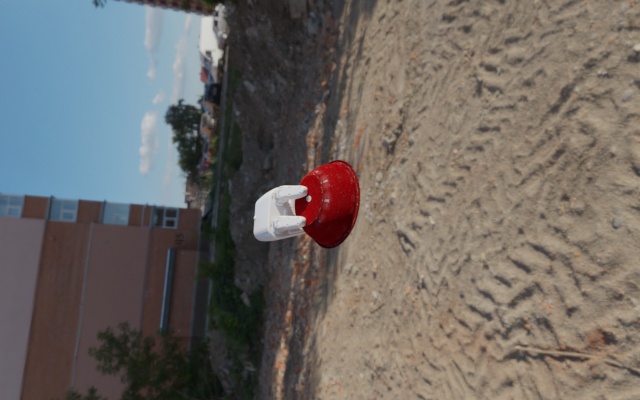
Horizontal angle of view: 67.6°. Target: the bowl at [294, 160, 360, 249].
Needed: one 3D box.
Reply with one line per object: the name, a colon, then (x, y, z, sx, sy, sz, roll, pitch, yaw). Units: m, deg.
bowl: (0.001, 0.002, 0.844, 0.055, 0.162, 0.162, 10, -6, -33)
